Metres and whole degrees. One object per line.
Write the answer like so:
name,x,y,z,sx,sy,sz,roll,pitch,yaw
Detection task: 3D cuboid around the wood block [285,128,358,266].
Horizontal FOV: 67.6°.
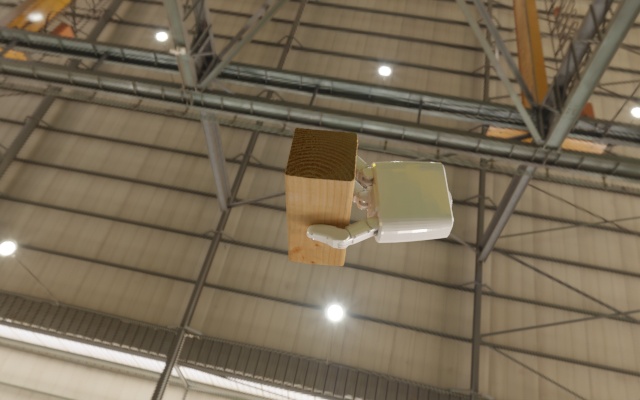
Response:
wood block,0.000,0.003,0.703,0.090,0.090,0.206,5,-39,3
